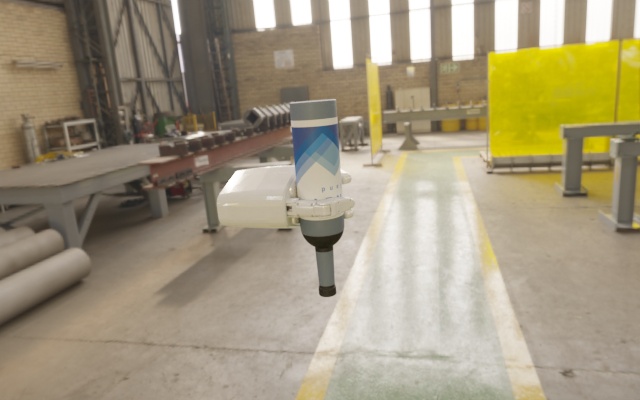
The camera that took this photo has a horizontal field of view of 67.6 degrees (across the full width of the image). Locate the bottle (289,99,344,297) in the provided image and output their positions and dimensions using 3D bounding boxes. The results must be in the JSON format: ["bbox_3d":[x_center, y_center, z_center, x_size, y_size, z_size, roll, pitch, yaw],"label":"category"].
[{"bbox_3d":[0.000,0.002,0.709,0.069,0.296,0.069,-4,13,1],"label":"bottle"}]
